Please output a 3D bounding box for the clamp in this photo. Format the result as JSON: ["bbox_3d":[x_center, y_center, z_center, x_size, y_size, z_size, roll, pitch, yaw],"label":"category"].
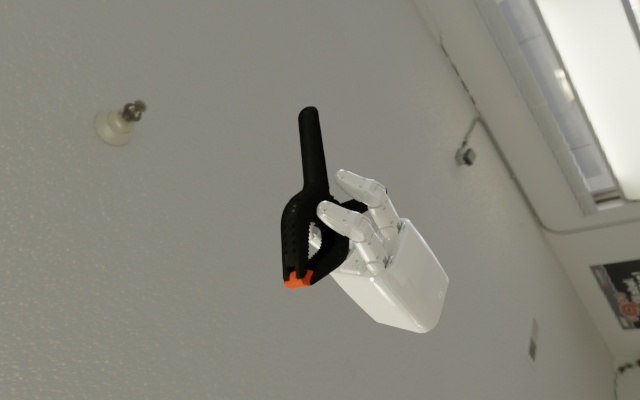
[{"bbox_3d":[-0.001,0.003,0.541,0.036,0.165,0.209,-19,30,41],"label":"clamp"}]
